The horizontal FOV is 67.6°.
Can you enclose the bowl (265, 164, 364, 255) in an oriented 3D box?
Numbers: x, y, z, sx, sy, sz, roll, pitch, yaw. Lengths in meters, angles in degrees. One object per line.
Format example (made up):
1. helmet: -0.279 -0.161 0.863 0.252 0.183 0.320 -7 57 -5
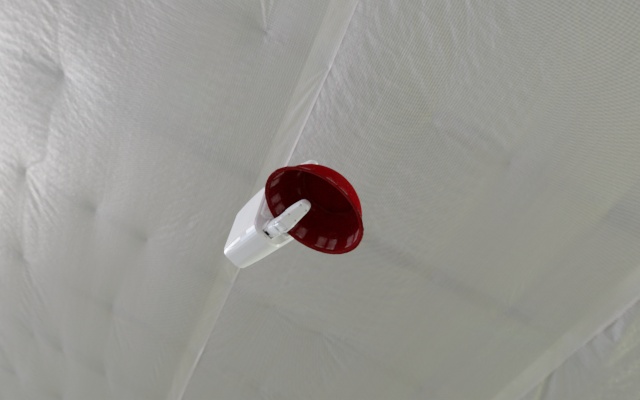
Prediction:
1. bowl: 0.001 0.002 0.698 0.162 0.162 0.055 0 38 38
